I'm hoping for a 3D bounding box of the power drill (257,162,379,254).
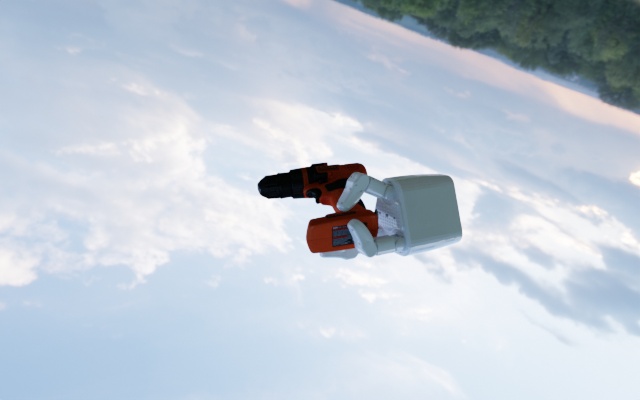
[{"bbox_3d":[0.000,0.003,0.736,0.184,0.057,0.187,-9,34,-7],"label":"power drill"}]
